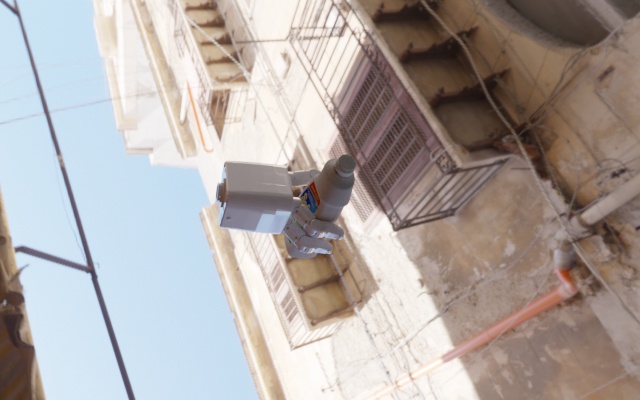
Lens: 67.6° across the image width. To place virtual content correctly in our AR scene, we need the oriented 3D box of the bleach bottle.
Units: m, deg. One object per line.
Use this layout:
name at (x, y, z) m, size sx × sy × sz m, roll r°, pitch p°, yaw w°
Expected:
bleach bottle at (0.000, 0.003, 0.812) m, size 0.068 × 0.102 × 0.251 m, roll 5°, pitch -34°, yaw -19°
